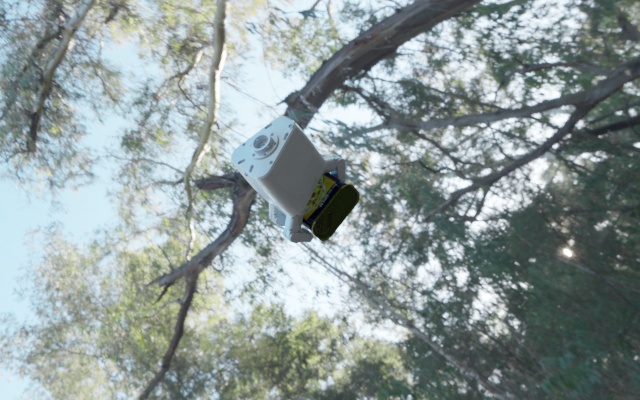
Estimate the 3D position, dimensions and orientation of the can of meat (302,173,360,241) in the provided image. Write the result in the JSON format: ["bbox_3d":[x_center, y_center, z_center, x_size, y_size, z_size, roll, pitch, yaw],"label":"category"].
[{"bbox_3d":[0.000,0.002,0.796,0.084,0.102,0.057,34,-7,39],"label":"can of meat"}]
